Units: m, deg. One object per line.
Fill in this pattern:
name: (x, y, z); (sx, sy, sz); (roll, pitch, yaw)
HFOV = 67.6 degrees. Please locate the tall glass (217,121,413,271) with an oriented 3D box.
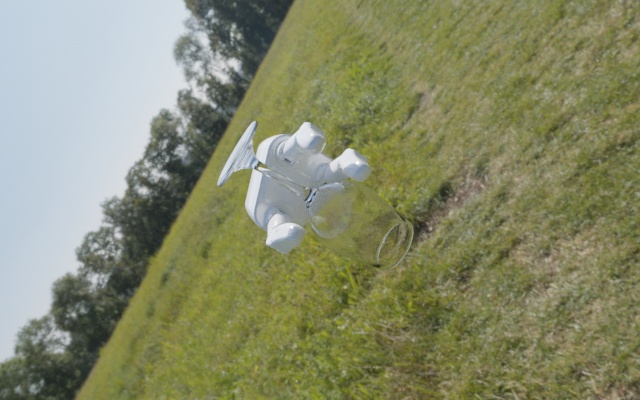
tall glass: (0.000, 0.001, 0.495); (0.201, 0.079, 0.079); (30, -10, -17)
